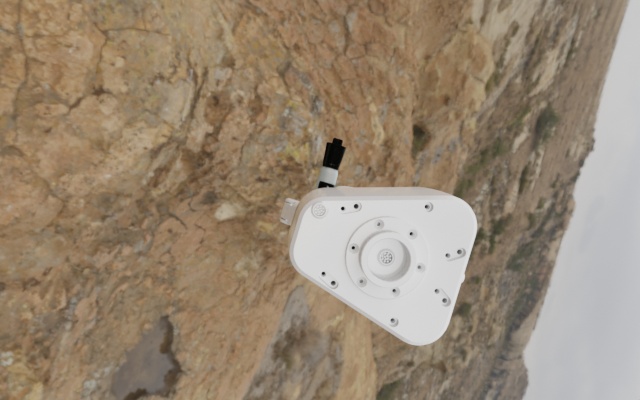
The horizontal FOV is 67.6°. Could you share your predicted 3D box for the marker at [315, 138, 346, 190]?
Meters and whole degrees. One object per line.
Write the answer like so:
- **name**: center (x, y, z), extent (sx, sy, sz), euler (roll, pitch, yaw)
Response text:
- **marker**: center (0.000, 0.001, 0.442), extent (0.020, 0.121, 0.020), euler (16, 2, 0)
